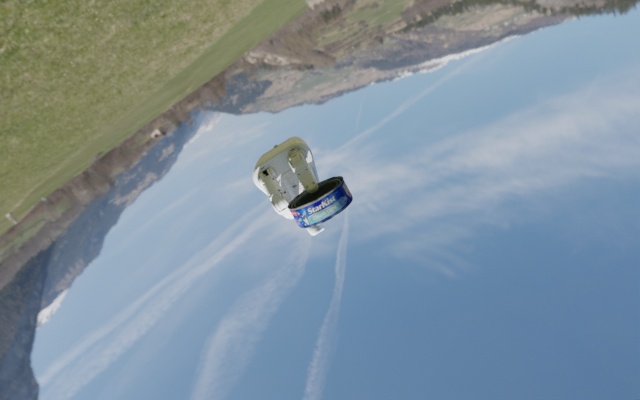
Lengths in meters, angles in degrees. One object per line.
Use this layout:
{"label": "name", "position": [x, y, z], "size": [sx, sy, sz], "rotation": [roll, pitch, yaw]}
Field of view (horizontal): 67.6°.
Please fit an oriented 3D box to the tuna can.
{"label": "tuna can", "position": [0.000, 0.003, 0.652], "size": [0.086, 0.034, 0.086], "rotation": [-27, 14, 7]}
